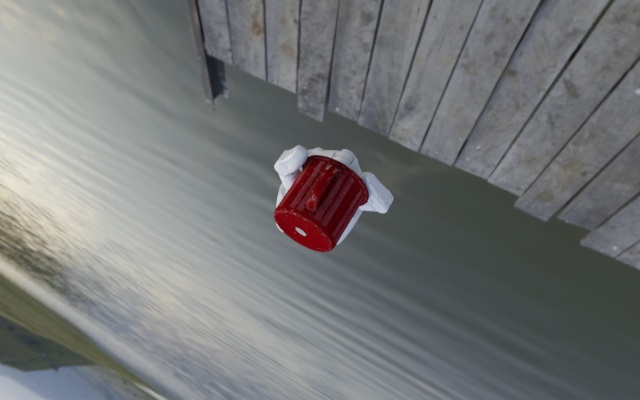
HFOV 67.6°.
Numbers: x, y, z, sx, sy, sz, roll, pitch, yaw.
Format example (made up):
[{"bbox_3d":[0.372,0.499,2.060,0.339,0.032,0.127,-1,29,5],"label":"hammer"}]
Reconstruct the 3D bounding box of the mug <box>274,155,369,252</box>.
[{"bbox_3d":[0.000,0.001,0.553,0.093,0.081,0.117,30,-26,6],"label":"mug"}]
